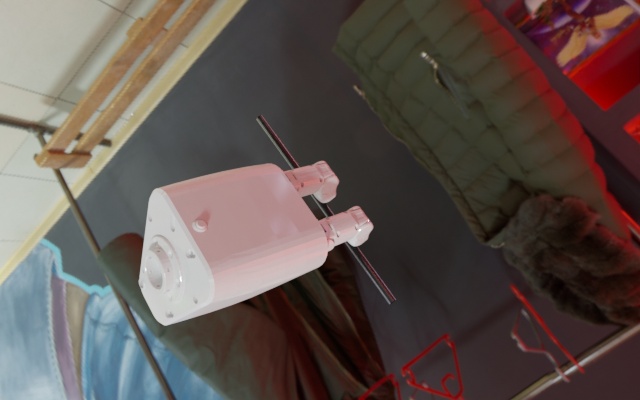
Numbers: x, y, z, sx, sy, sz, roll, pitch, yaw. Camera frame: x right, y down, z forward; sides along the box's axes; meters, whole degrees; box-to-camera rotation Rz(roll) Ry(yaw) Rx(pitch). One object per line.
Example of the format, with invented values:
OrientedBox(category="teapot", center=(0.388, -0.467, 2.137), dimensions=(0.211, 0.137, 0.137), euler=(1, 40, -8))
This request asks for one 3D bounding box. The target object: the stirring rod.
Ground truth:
OrientedBox(category="stirring rod", center=(0.000, 0.002, 0.478), dimensions=(0.011, 0.239, 0.011), euler=(-31, -21, -13))
